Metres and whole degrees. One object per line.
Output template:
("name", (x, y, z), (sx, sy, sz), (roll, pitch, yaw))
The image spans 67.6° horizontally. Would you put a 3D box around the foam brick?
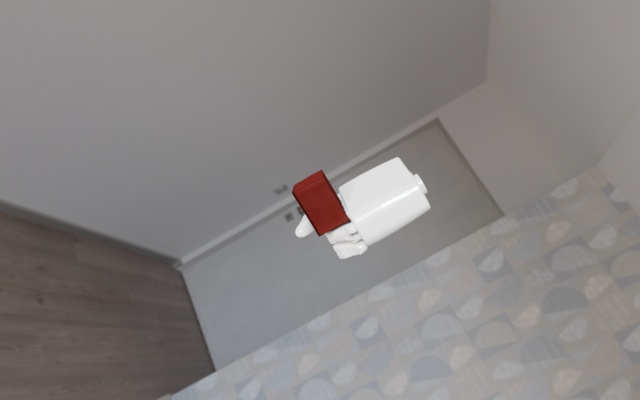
("foam brick", (0.000, 0.002, 0.703), (0.051, 0.078, 0.053), (-30, 15, 7))
